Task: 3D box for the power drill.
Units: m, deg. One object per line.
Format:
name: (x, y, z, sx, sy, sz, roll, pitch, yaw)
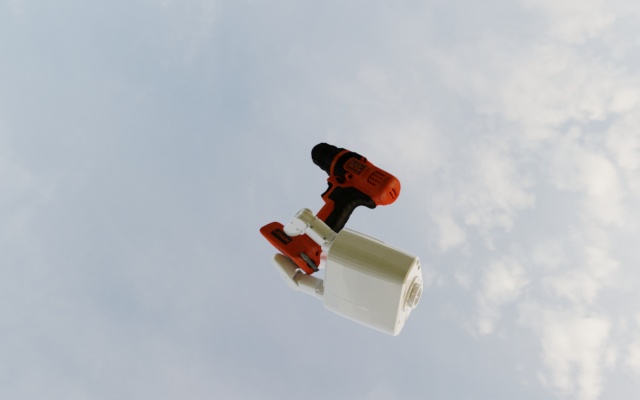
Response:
power drill: (0.000, 0.003, 0.705, 0.184, 0.187, 0.057, 33, -13, 46)
